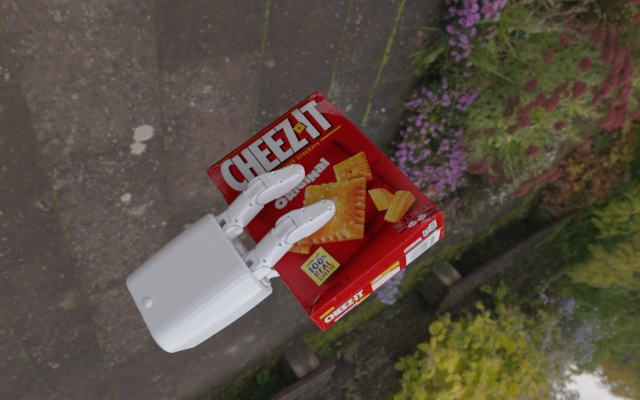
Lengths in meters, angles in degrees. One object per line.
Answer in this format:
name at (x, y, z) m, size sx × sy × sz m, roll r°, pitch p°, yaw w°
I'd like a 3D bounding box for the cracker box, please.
cracker box at (0.000, 0.002, 0.517) m, size 0.164 × 0.213 × 0.072 m, roll -37°, pitch -28°, yaw -7°
